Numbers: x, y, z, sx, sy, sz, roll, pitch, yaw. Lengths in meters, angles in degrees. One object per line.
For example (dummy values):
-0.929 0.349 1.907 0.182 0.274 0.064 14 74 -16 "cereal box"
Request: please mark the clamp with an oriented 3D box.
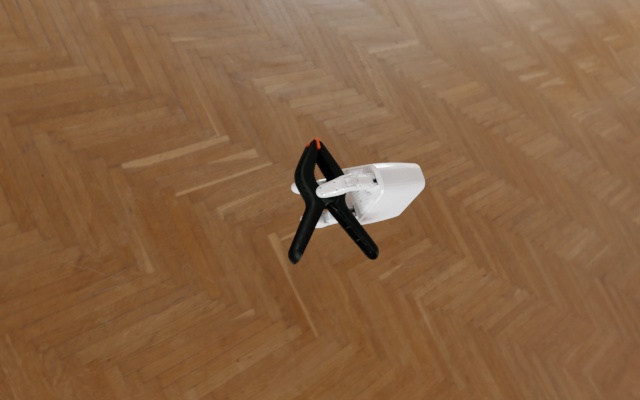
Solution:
0.001 0.002 0.739 0.164 0.210 0.036 -6 -17 -39 "clamp"
